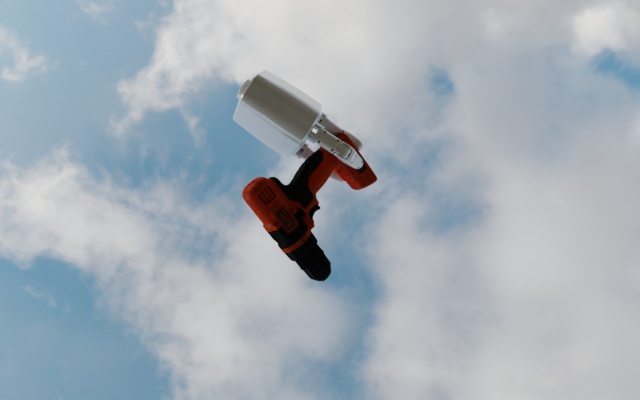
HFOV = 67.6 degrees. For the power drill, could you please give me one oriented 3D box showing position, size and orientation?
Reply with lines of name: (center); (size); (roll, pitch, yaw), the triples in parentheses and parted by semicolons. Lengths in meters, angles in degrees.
power drill: (0.000, 0.002, 0.719); (0.187, 0.184, 0.057); (-45, 20, -24)
